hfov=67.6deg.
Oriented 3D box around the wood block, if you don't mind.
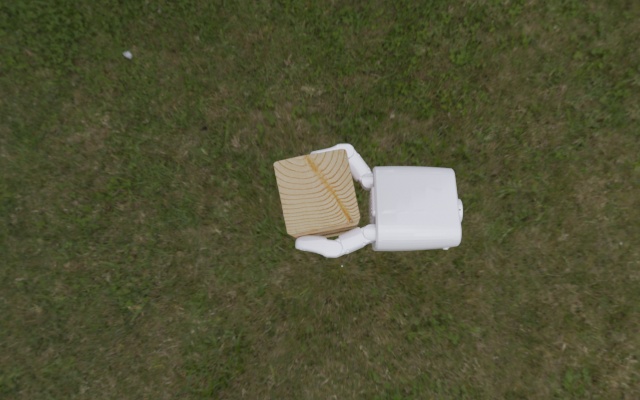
[{"bbox_3d":[0.000,0.002,0.660,0.090,0.091,0.206,-11,-8,1],"label":"wood block"}]
